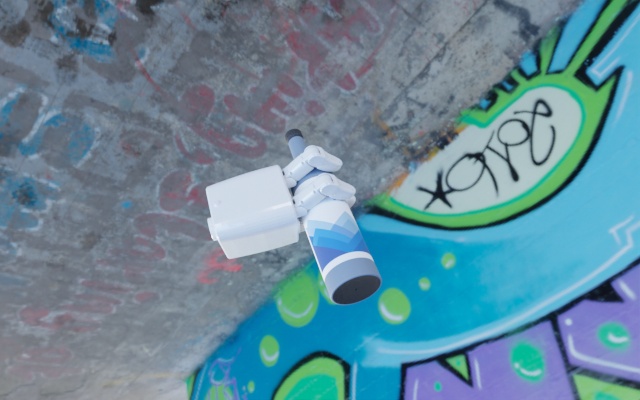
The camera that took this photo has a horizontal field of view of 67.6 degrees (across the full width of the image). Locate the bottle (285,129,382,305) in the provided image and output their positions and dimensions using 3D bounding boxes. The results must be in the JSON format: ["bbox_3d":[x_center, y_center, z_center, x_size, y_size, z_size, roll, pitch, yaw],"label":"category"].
[{"bbox_3d":[0.000,0.002,0.669,0.069,0.295,0.069,-13,-39,-11],"label":"bottle"}]
